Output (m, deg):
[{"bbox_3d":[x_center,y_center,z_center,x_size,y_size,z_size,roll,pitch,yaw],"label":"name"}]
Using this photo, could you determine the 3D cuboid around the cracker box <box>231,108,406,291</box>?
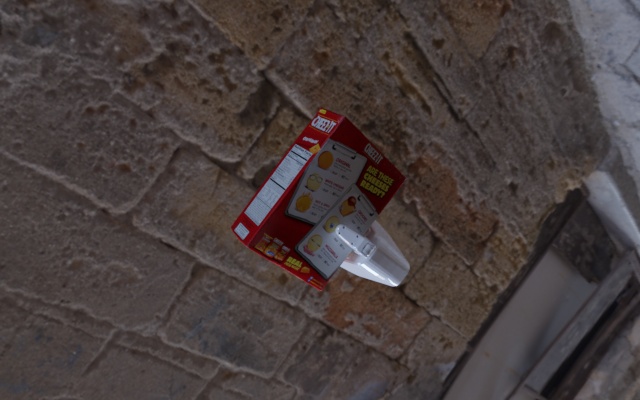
[{"bbox_3d":[0.000,0.002,0.686,0.164,0.213,0.072,38,-2,-40],"label":"cracker box"}]
